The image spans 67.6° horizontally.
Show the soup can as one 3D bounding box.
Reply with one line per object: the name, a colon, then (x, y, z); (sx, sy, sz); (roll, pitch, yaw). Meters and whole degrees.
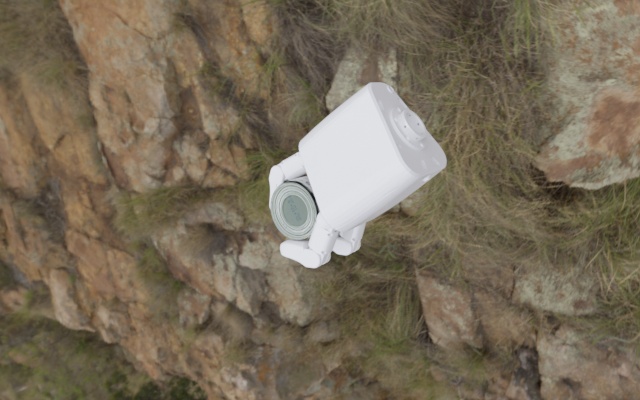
soup can: (0.000, 0.002, 0.552); (0.068, 0.068, 0.102); (0, 12, 37)
